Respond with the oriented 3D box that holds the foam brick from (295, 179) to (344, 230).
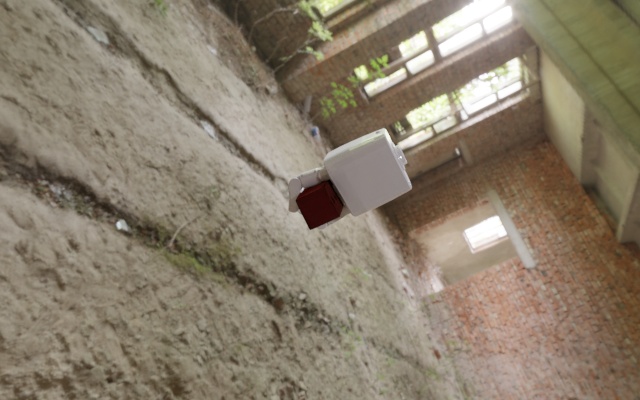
[{"bbox_3d":[0.000,0.003,0.744,0.051,0.053,0.078,-24,11,13],"label":"foam brick"}]
